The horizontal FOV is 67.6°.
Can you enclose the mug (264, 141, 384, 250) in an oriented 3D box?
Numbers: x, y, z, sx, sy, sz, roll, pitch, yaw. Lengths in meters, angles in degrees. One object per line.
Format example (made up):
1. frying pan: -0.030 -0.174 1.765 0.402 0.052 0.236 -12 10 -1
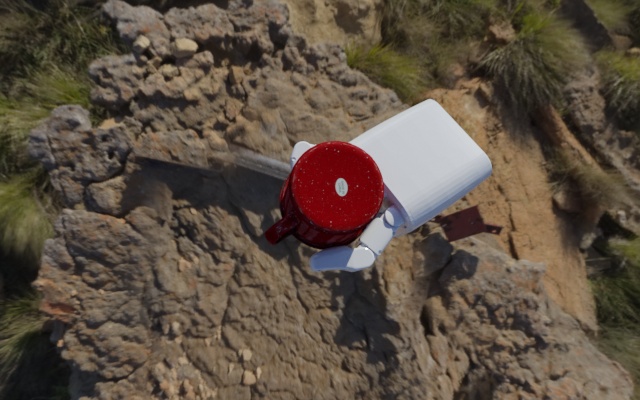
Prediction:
1. mug: -0.001 0.002 0.430 0.117 0.093 0.081 -32 -5 -11
